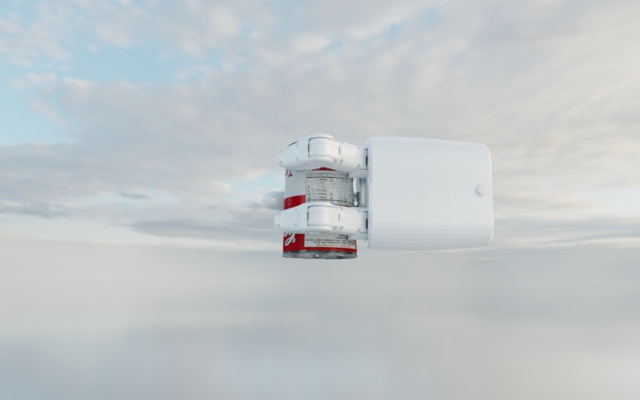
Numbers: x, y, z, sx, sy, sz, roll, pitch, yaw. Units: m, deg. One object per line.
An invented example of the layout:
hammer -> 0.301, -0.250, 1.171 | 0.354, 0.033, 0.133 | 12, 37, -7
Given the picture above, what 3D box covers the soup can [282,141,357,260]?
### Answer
soup can -> 0.000, 0.001, 0.440 | 0.068, 0.102, 0.068 | 1, -10, 0
